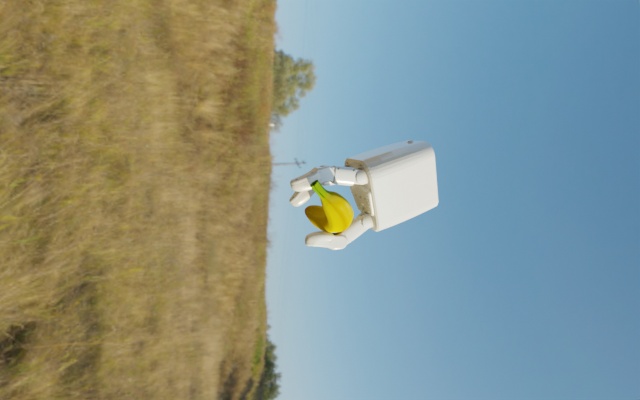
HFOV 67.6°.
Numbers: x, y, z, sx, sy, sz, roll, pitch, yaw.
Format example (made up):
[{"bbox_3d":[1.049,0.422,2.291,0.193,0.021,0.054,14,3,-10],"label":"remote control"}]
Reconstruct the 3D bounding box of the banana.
[{"bbox_3d":[0.012,0.016,0.672,0.037,0.069,0.198,-37,-6,-12],"label":"banana"}]
